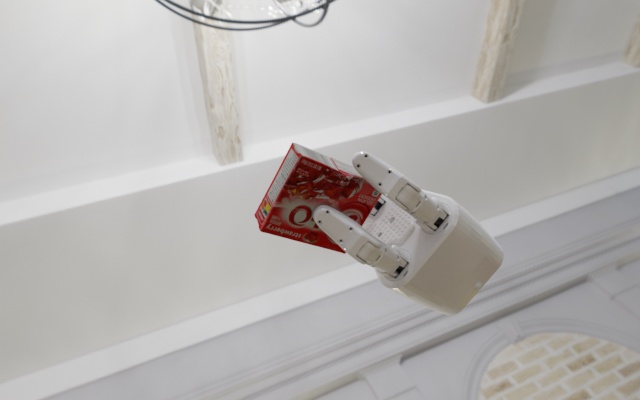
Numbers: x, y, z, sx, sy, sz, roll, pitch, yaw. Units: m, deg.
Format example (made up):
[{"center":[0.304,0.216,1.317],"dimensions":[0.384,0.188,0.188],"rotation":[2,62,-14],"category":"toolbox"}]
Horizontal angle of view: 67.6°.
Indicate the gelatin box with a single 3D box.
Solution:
[{"center":[0.000,0.001,0.404],"dimensions":[0.089,0.073,0.030],"rotation":[19,22,-30],"category":"gelatin box"}]
